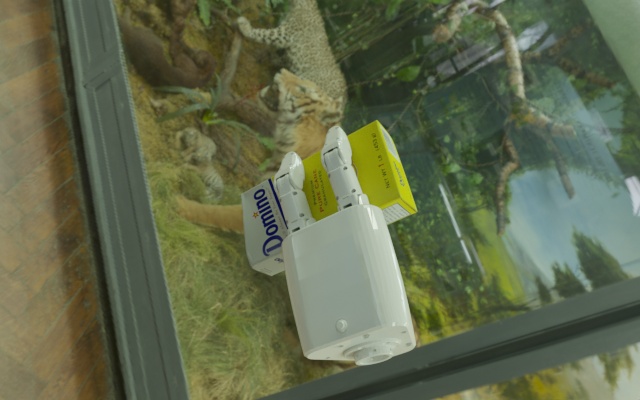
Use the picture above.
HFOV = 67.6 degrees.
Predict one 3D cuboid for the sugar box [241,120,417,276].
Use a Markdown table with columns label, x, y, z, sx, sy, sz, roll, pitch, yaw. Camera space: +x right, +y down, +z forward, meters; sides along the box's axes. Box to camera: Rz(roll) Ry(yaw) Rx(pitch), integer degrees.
| label | x | y | z | sx | sy | sz | roll | pitch | yaw |
| --- | --- | --- | --- | --- | --- | --- | --- | --- | --- |
| sugar box | 0.000 | 0.001 | 0.485 | 0.176 | 0.093 | 0.048 | -26 | -34 | 21 |
